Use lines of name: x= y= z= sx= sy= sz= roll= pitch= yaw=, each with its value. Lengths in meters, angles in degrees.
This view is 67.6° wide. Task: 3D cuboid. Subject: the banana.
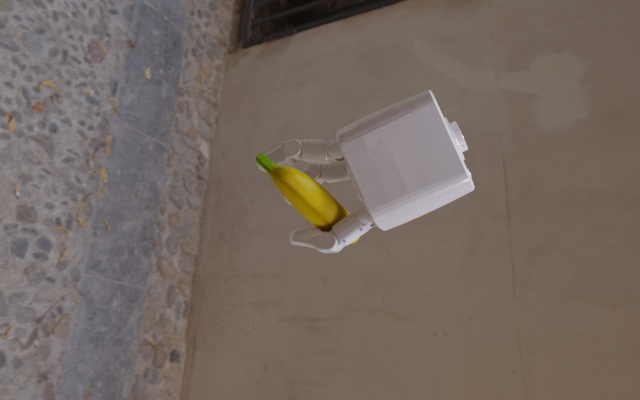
banana: x=0.006 y=0.011 z=0.547 sx=0.198 sy=0.037 sz=0.069 roll=44 pitch=8 yaw=-45
